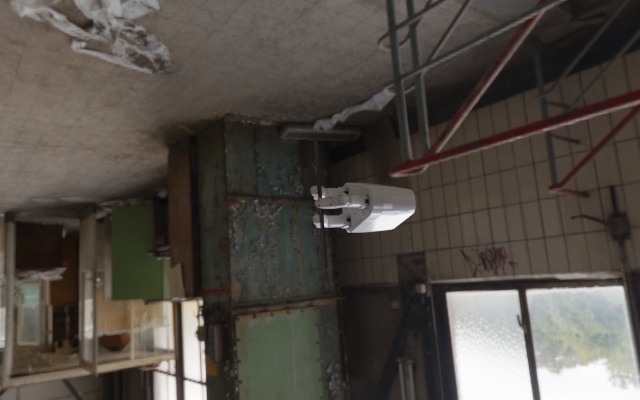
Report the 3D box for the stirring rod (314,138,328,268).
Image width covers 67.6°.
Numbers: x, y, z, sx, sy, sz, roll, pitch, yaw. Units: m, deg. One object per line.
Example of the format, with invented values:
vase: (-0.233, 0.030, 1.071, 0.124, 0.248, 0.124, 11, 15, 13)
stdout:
stirring rod: (0.000, 0.003, 0.876, 0.011, 0.239, 0.011, -4, -9, -1)
